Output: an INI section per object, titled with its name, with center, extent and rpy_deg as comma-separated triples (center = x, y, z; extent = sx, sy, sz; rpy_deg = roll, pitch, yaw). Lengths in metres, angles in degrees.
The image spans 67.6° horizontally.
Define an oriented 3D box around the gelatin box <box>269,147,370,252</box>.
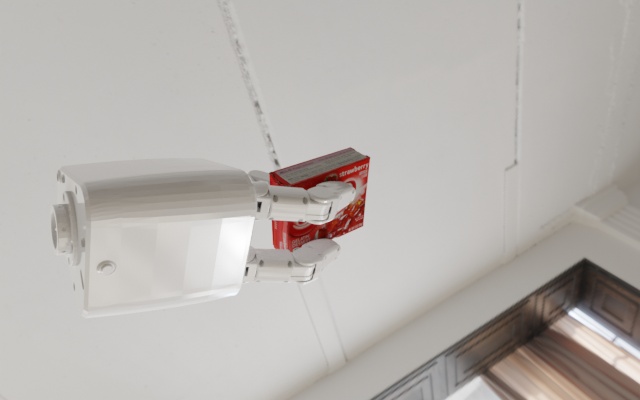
[gelatin box]
center = 0.000, 0.001, 0.413
extent = 0.089, 0.073, 0.030
rpy_deg = -21, 39, -33
